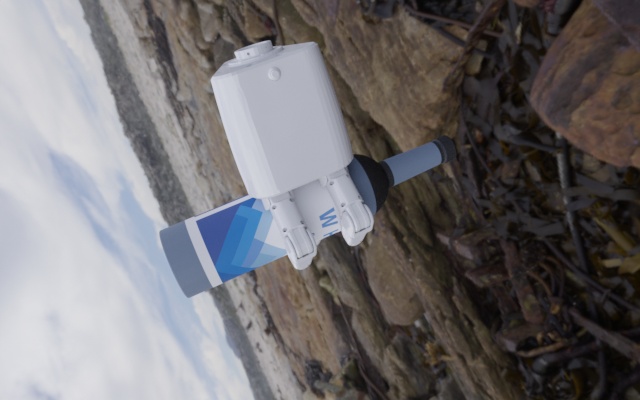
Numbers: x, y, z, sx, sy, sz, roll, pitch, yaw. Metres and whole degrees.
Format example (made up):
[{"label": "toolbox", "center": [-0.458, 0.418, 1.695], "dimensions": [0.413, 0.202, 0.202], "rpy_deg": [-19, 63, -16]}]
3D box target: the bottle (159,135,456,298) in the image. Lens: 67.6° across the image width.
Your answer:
[{"label": "bottle", "center": [0.000, 0.002, 0.461], "dimensions": [0.295, 0.069, 0.069], "rpy_deg": [-23, 5, -12]}]
